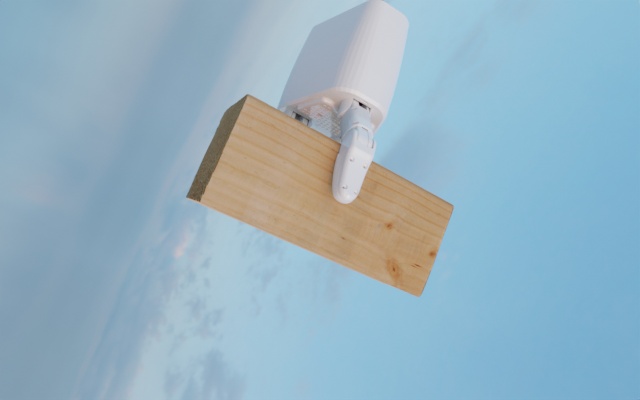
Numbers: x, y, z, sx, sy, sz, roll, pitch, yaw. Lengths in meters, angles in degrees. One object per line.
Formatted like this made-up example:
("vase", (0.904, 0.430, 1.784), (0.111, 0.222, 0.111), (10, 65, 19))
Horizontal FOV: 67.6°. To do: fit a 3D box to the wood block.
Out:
("wood block", (0.000, 0.001, 0.421), (0.206, 0.090, 0.091), (25, -8, -21))
